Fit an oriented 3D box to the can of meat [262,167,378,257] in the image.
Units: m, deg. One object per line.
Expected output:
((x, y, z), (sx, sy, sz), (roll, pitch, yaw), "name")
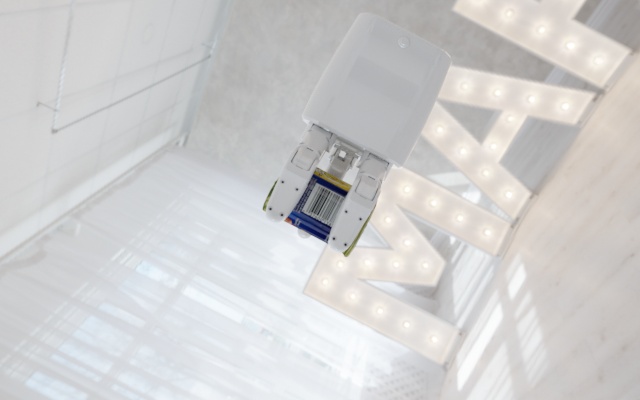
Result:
((0.000, 0.001, 0.437), (0.084, 0.057, 0.102), (28, 6, -1), "can of meat")
